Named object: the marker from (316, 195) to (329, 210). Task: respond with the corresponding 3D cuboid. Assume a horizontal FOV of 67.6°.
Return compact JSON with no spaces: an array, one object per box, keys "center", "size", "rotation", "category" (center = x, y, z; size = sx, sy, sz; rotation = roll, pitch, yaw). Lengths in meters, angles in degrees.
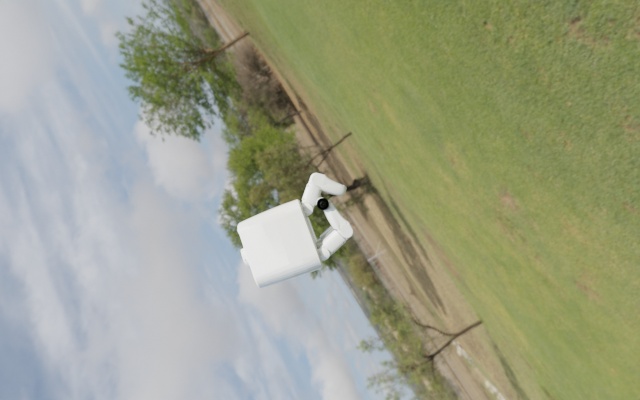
[{"center":[0.000,0.003,0.772],"size":[0.020,0.020,0.121],"rotation":[0,3,-4],"category":"marker"}]
